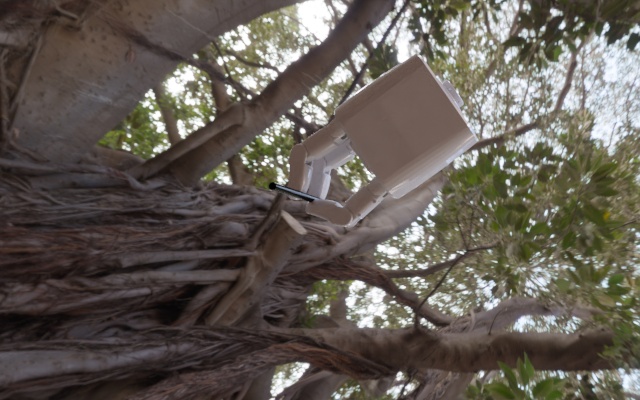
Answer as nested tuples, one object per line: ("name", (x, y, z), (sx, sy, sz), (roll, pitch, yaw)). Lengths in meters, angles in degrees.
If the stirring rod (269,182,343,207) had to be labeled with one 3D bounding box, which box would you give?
("stirring rod", (0.000, 0.002, 0.563), (0.011, 0.011, 0.239), (0, -7, 22))
